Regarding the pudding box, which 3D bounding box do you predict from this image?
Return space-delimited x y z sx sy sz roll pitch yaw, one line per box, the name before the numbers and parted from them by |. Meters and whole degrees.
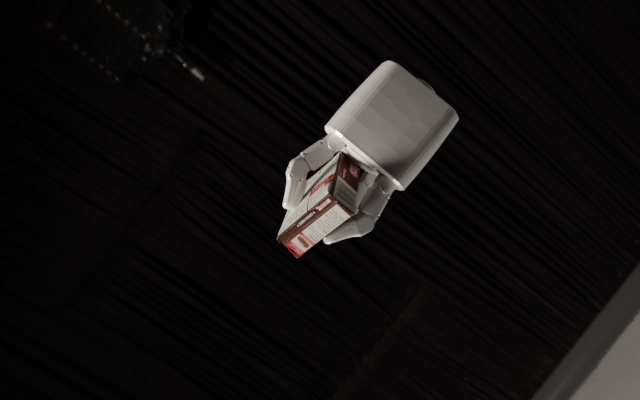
pudding box | 0.000 0.002 0.557 0.090 0.039 0.113 -41 15 26
